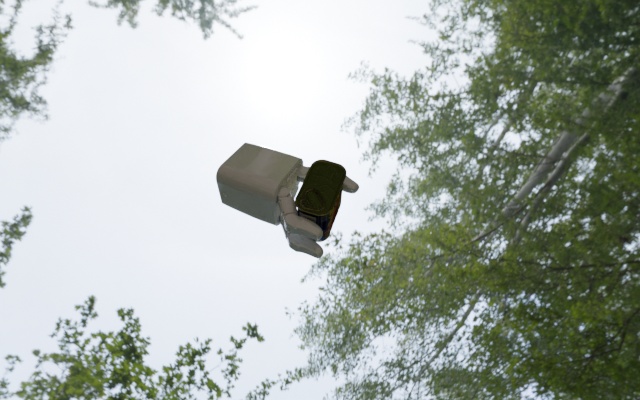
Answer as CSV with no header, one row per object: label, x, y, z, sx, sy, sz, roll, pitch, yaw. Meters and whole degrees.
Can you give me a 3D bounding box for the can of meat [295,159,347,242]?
can of meat,0.000,0.003,0.742,0.057,0.102,0.084,17,-34,10
